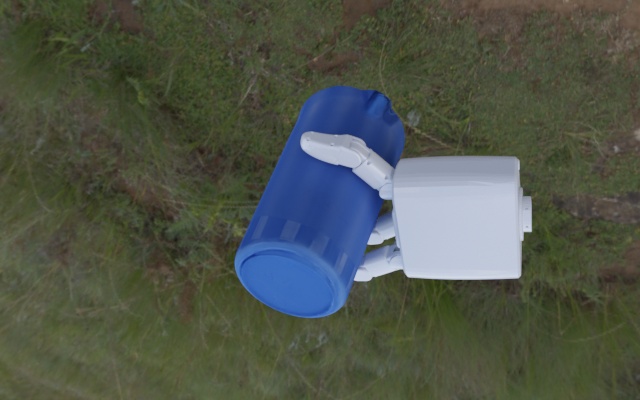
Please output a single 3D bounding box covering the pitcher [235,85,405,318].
[{"bbox_3d":[0.000,0.002,0.513,0.145,0.149,0.242,0,42,23],"label":"pitcher"}]
